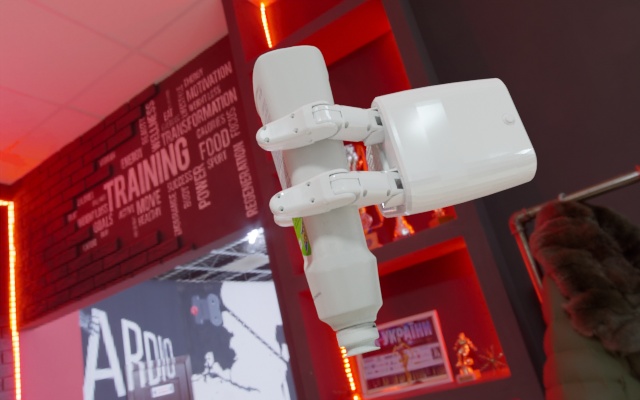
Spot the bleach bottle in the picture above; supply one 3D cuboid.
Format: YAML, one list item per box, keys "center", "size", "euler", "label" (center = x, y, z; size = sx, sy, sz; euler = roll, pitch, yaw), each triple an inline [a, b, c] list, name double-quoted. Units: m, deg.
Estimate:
- center: [0.000, 0.001, 0.401]
  size: [0.068, 0.250, 0.103]
  euler: [-12, -19, -7]
  label: "bleach bottle"
